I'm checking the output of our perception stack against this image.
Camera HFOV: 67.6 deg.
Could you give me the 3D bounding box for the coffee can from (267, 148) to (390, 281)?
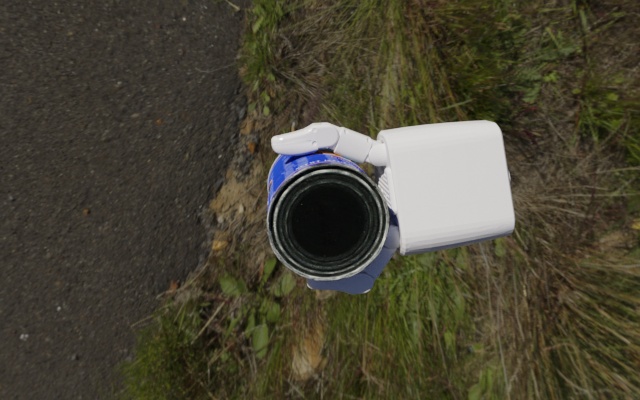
[{"bbox_3d":[0.000,0.001,0.458,0.103,0.103,0.140,0,15,-6],"label":"coffee can"}]
